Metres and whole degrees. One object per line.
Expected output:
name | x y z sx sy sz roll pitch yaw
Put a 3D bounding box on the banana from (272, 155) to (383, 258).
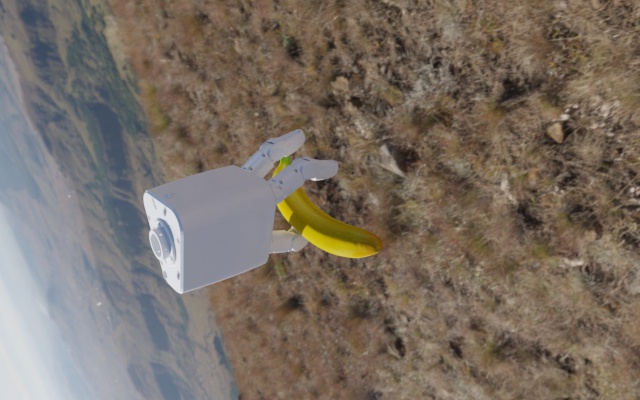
banana | -0.007 0.014 0.557 0.037 0.070 0.197 -14 45 -37
